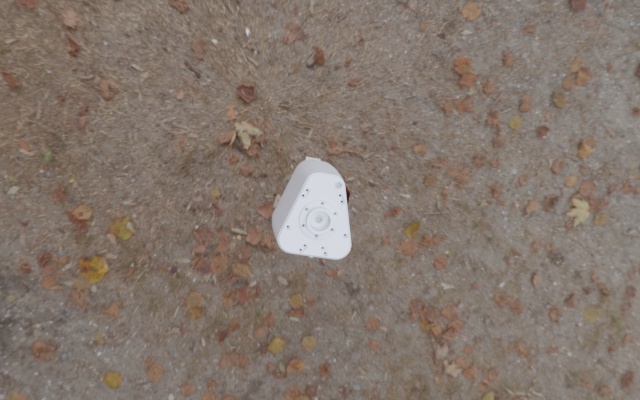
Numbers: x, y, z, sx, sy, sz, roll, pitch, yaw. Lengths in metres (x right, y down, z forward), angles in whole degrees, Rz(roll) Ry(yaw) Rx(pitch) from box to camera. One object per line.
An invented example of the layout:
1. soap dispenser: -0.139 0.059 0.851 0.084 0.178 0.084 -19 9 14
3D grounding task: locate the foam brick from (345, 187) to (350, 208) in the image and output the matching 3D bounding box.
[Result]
1. foam brick: 0.000 0.002 0.715 0.078 0.053 0.051 9 11 -9
